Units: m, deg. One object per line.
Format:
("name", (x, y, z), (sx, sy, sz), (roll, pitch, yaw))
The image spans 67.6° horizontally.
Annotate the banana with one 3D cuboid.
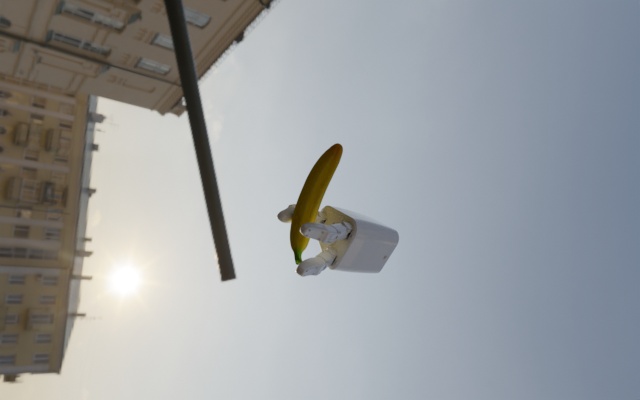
("banana", (-0.010, 0.002, 0.763), (0.037, 0.198, 0.069), (16, 4, -32))
